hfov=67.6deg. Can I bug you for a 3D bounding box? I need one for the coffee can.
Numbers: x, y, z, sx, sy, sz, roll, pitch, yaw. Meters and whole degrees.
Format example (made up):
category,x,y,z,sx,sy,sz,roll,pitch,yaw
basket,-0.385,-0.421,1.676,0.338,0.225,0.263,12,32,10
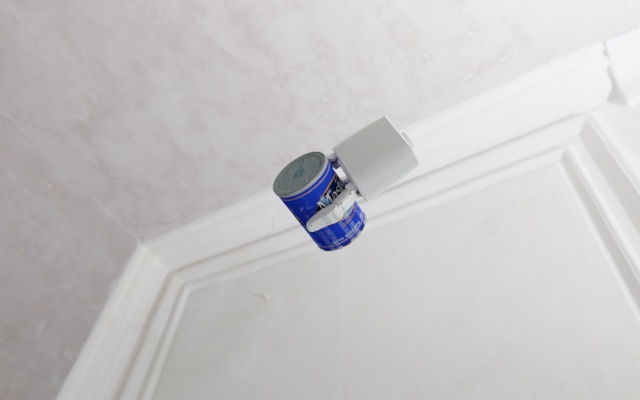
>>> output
category,x,y,z,sx,sy,sz,roll,pitch,yaw
coffee can,0.000,0.003,0.809,0.103,0.102,0.140,0,-44,45
